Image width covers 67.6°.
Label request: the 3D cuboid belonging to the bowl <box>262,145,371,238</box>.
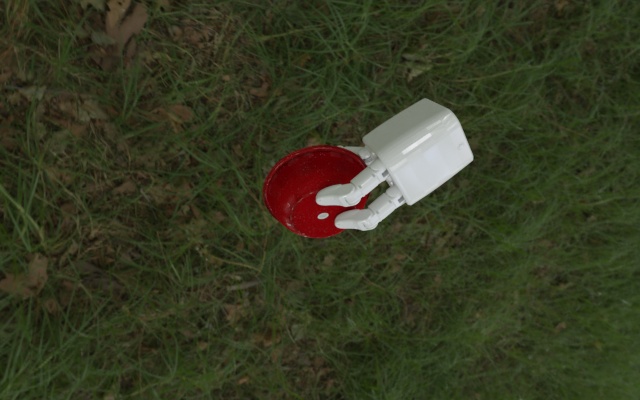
[{"bbox_3d":[-0.001,0.003,0.678,0.162,0.162,0.055,0,42,-11],"label":"bowl"}]
